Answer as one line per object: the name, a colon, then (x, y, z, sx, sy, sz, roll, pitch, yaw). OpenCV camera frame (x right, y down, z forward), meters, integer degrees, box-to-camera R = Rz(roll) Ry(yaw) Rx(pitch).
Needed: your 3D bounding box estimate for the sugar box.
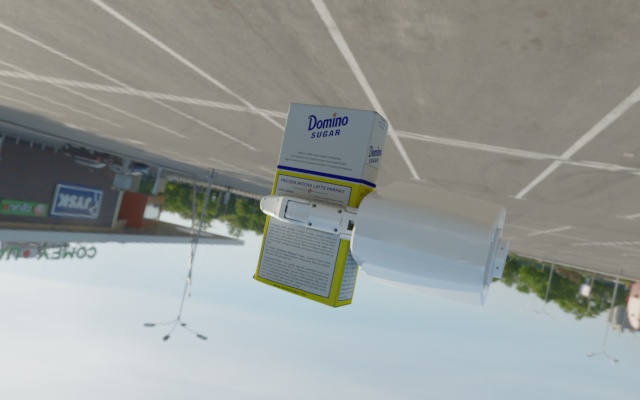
sugar box: (0.000, 0.002, 0.451, 0.093, 0.176, 0.048, 13, -2, 28)
